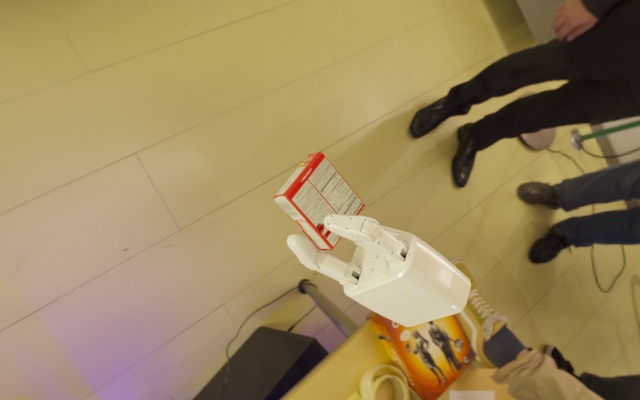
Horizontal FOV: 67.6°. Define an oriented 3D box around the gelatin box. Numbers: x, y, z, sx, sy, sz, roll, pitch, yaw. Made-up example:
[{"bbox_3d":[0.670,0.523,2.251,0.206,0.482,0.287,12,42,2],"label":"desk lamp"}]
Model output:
[{"bbox_3d":[0.000,0.002,0.543,0.089,0.073,0.030,50,-30,-23],"label":"gelatin box"}]
